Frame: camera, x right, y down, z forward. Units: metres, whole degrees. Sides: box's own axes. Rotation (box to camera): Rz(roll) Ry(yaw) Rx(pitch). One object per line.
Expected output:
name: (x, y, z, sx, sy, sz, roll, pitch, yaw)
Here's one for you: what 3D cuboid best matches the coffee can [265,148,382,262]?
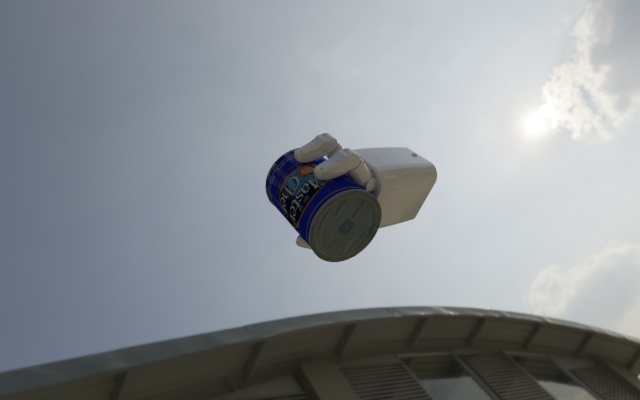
coffee can: (0.000, 0.002, 0.641, 0.103, 0.103, 0.140, 0, 27, -33)
